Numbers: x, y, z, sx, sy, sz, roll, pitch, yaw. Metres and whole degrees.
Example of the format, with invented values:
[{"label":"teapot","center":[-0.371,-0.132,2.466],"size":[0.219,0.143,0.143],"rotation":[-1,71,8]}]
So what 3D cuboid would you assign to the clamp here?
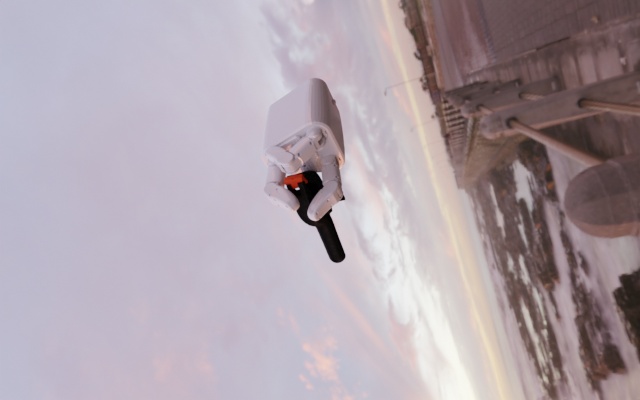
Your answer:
[{"label":"clamp","center":[-0.001,0.002,0.701],"size":[0.039,0.120,0.172],"rotation":[-15,-42,16]}]
